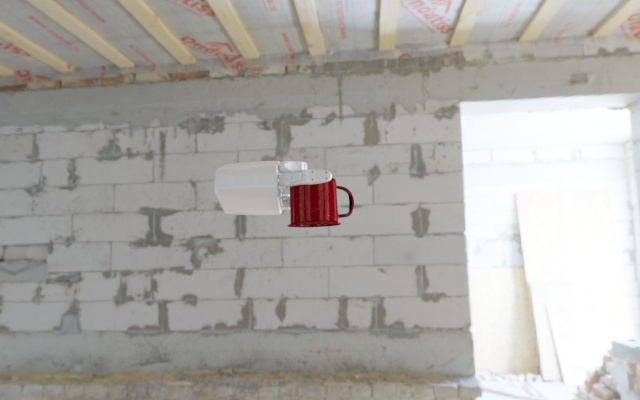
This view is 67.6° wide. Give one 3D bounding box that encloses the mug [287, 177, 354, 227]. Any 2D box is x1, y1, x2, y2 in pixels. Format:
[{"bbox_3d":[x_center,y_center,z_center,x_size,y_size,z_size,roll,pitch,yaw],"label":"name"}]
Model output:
[{"bbox_3d":[0.002,0.002,0.827,0.117,0.081,0.093,-2,-6,-1],"label":"mug"}]
